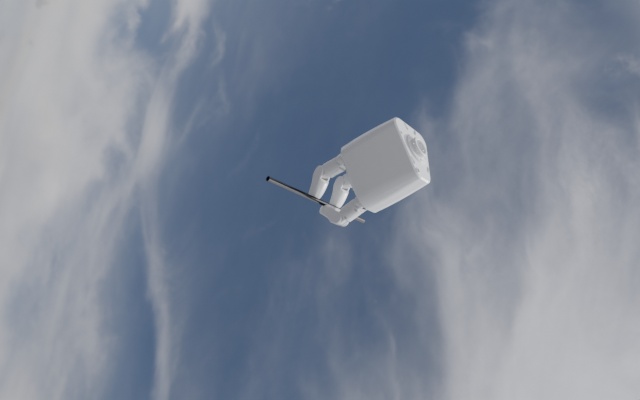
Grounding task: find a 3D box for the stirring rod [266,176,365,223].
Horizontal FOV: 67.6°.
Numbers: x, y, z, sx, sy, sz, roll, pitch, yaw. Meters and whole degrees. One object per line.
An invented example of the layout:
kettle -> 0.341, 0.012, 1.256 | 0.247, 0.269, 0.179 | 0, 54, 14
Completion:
stirring rod -> 0.000, 0.003, 0.801 | 0.011, 0.011, 0.239 | 0, -17, 44
